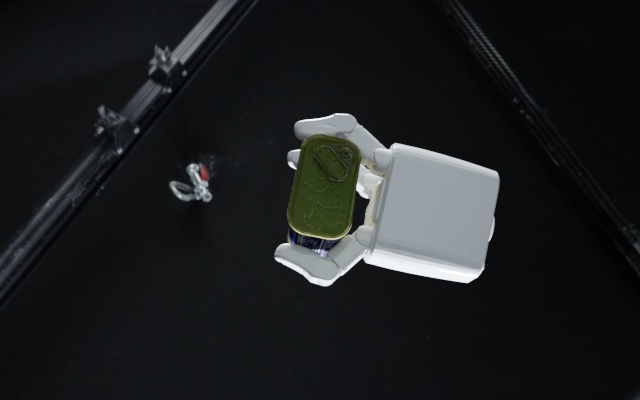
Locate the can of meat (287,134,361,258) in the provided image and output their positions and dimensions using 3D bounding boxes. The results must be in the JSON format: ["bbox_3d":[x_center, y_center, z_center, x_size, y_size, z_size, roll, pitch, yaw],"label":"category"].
[{"bbox_3d":[0.000,0.002,0.465,0.057,0.102,0.084,11,-24,-2],"label":"can of meat"}]
